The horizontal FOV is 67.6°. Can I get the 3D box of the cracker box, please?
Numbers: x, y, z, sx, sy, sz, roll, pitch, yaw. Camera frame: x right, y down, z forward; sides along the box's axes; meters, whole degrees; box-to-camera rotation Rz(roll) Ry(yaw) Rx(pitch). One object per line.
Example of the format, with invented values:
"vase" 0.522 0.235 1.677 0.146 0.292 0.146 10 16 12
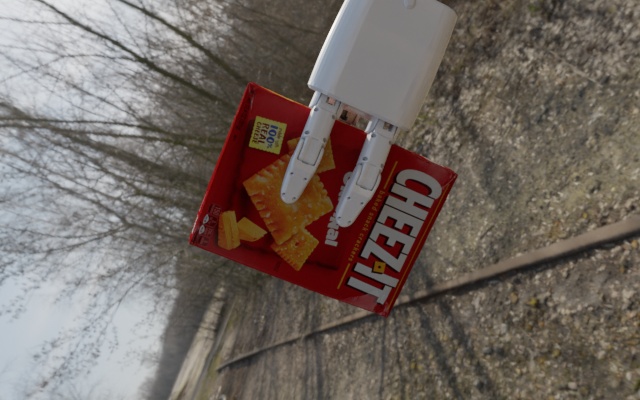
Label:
"cracker box" 0.000 0.001 0.473 0.214 0.164 0.072 22 11 -8
